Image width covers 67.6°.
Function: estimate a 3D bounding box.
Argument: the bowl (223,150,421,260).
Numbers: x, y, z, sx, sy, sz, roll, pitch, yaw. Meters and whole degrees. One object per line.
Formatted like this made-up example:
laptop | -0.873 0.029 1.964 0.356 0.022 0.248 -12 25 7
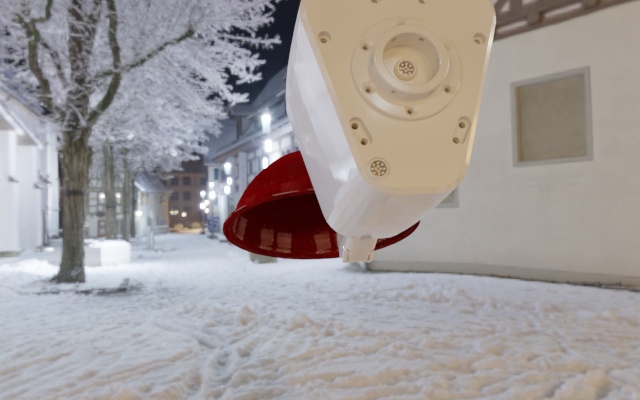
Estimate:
bowl | 0.000 0.001 0.405 0.162 0.055 0.162 -3 -24 -1
